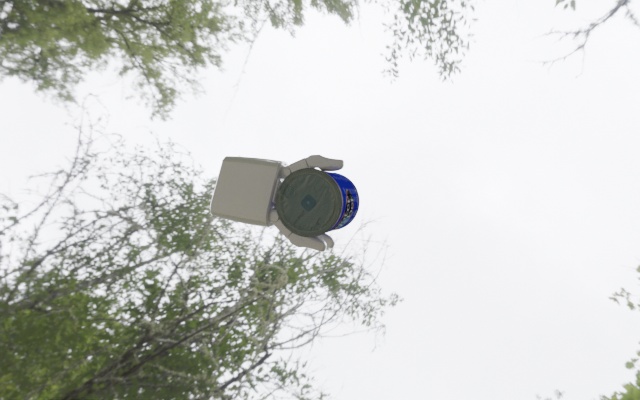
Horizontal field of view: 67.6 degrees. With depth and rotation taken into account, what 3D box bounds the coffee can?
[{"bbox_3d":[0.000,0.002,0.769,0.103,0.103,0.140,0,1,16],"label":"coffee can"}]
